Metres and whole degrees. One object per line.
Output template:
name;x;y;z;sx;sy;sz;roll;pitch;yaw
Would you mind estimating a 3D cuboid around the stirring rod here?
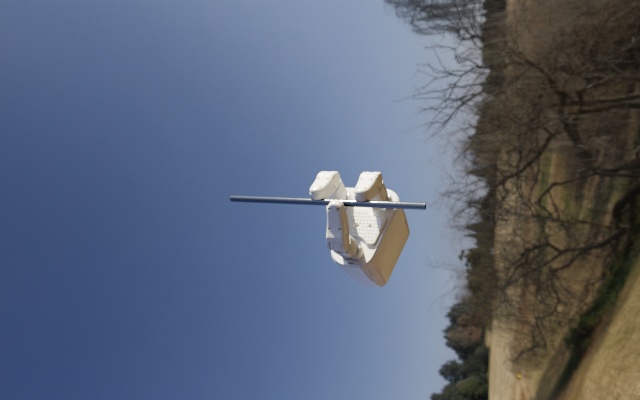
stirring rod;0.000;0.002;0.552;0.239;0.011;0.011;2;1;22
